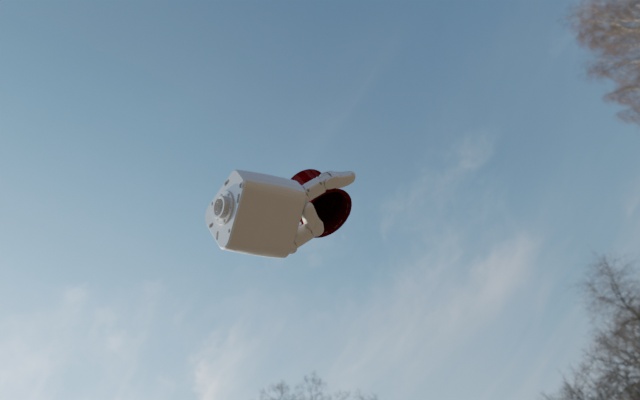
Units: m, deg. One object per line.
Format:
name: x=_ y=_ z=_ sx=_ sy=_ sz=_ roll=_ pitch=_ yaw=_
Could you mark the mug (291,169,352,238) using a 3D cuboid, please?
mug: x=0.001 y=0.003 z=0.794 sx=0.117 sy=0.093 sz=0.081 roll=12 pitch=24 yaw=-41
